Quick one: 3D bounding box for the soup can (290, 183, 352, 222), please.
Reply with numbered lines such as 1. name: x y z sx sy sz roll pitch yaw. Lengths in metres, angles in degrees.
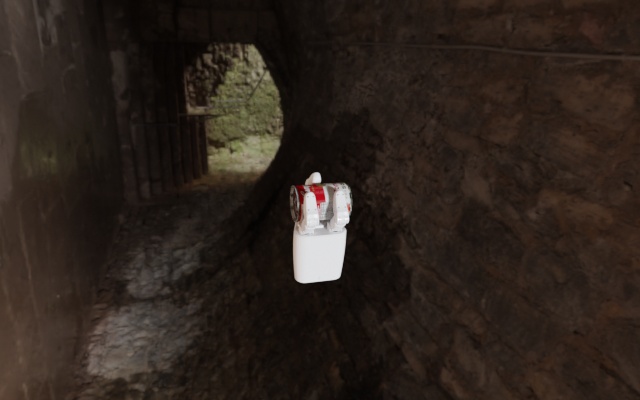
1. soup can: 0.000 0.002 0.883 0.102 0.068 0.068 -4 1 -15
